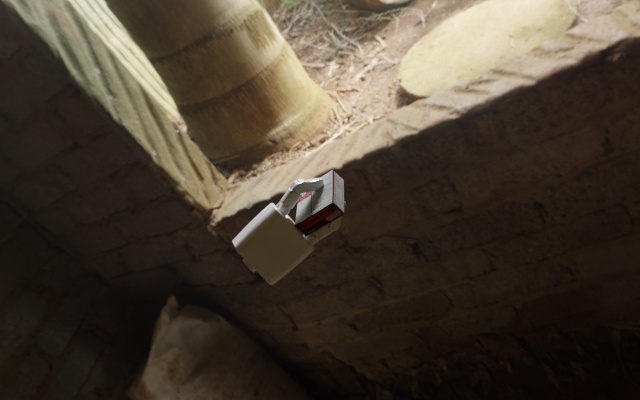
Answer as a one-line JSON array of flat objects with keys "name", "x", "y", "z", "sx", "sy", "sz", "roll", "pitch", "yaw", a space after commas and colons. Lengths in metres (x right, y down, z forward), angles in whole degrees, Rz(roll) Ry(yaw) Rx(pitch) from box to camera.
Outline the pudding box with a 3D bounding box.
[{"name": "pudding box", "x": 0.000, "y": 0.003, "z": 0.892, "sx": 0.090, "sy": 0.039, "sz": 0.113, "roll": -30, "pitch": 32, "yaw": 23}]
